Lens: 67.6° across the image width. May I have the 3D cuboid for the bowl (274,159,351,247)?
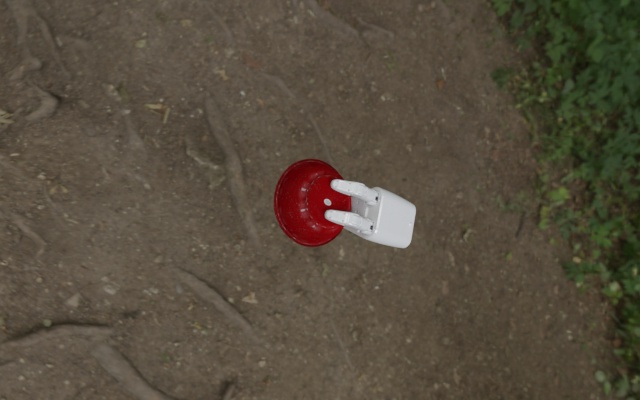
[{"bbox_3d":[-0.001,0.003,0.848,0.162,0.162,0.055,0,-3,-32],"label":"bowl"}]
